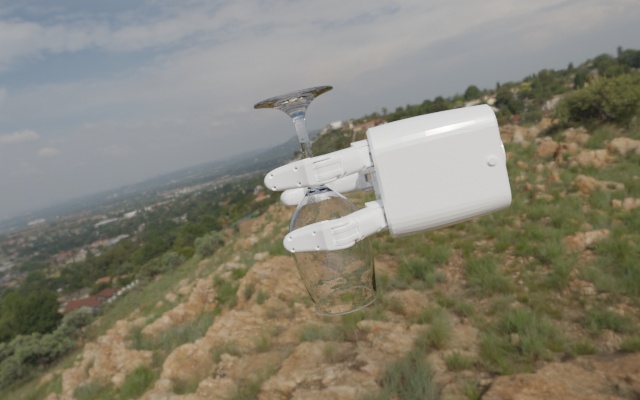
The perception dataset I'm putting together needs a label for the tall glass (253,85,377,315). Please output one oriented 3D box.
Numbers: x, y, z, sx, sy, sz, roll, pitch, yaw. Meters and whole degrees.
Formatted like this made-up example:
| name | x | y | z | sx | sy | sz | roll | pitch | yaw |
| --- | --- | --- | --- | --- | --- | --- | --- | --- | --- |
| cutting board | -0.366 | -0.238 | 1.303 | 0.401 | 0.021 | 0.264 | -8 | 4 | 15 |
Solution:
| name | x | y | z | sx | sy | sz | roll | pitch | yaw |
| --- | --- | --- | --- | --- | --- | --- | --- | --- | --- |
| tall glass | 0.000 | 0.001 | 0.445 | 0.079 | 0.201 | 0.079 | -14 | 8 | 2 |
